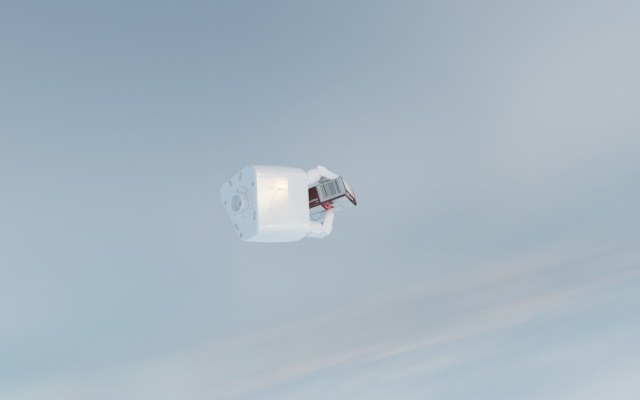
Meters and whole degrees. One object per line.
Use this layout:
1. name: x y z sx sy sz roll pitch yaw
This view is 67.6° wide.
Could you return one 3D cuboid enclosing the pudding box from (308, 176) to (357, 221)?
1. pudding box: 0.000 0.003 0.847 0.113 0.039 0.090 -19 -16 11
